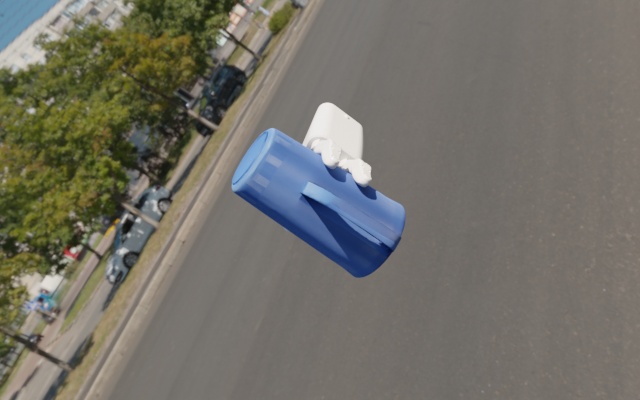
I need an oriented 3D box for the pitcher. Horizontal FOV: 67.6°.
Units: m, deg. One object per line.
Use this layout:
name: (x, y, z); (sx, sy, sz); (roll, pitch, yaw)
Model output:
pitcher: (0.000, 0.002, 0.698); (0.243, 0.145, 0.149); (33, -50, -19)
